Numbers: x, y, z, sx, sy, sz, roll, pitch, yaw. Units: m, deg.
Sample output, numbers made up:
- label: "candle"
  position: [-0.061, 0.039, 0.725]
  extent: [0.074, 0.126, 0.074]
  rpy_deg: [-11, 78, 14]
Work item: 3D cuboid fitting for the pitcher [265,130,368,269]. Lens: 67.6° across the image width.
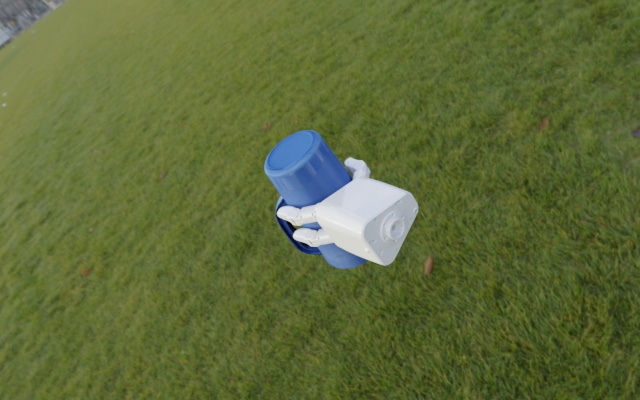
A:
- label: "pitcher"
  position: [0.000, 0.003, 0.838]
  extent: [0.145, 0.149, 0.243]
  rpy_deg: [24, -24, 52]
